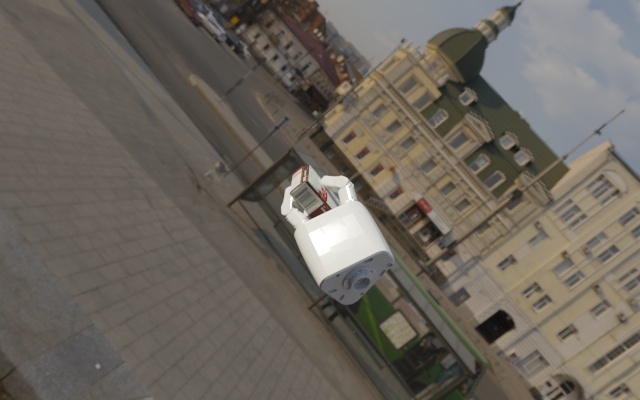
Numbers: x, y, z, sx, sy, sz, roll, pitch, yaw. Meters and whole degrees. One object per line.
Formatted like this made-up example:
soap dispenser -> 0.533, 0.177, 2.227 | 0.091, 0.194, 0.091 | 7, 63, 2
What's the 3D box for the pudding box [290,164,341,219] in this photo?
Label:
pudding box -> 0.000, 0.002, 0.782 | 0.039, 0.113, 0.090 | -36, 18, 13
